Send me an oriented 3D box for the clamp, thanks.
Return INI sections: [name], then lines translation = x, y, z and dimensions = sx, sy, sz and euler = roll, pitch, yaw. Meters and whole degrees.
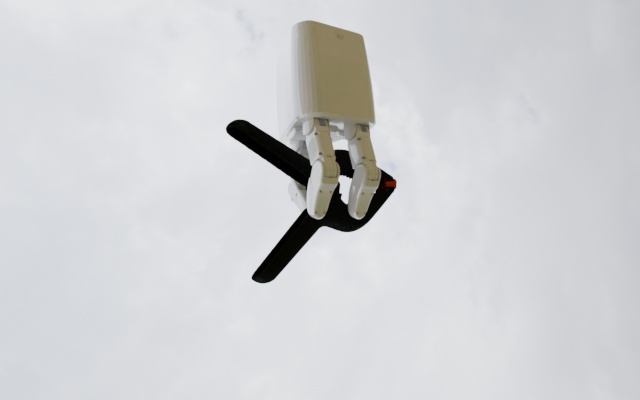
[clamp]
translation = 0.000, 0.002, 0.521
dimensions = 0.210, 0.164, 0.036
euler = 1, -10, -35
